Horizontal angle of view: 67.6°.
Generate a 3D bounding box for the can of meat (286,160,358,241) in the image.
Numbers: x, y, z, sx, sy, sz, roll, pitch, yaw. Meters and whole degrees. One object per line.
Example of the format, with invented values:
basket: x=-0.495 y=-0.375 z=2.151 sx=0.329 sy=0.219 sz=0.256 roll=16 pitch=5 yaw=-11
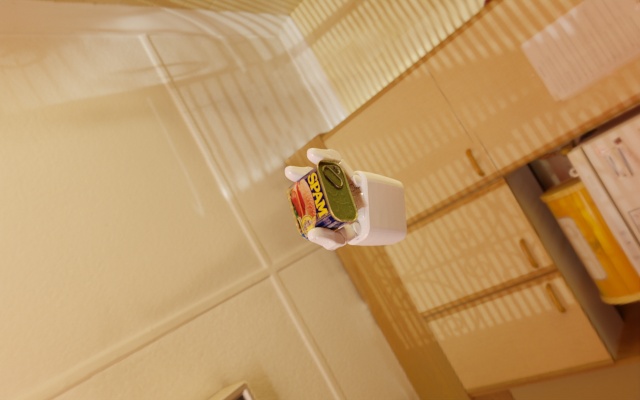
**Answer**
can of meat: x=0.000 y=0.003 z=0.733 sx=0.057 sy=0.102 sz=0.084 roll=3 pitch=-28 yaw=-44
